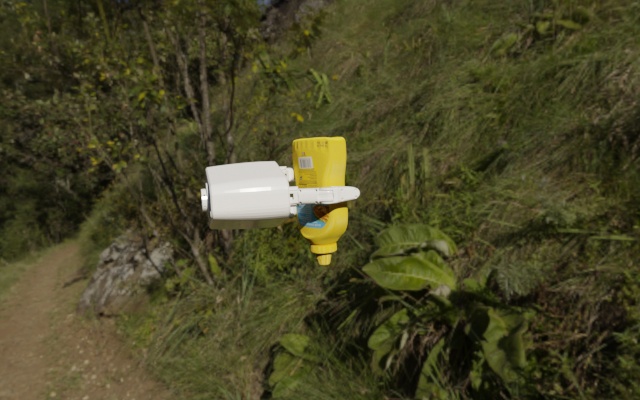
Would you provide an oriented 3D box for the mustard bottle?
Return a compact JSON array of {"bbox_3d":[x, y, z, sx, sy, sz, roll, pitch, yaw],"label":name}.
[{"bbox_3d":[0.000,0.002,0.720,0.058,0.191,0.096,-7,7,-40],"label":"mustard bottle"}]
